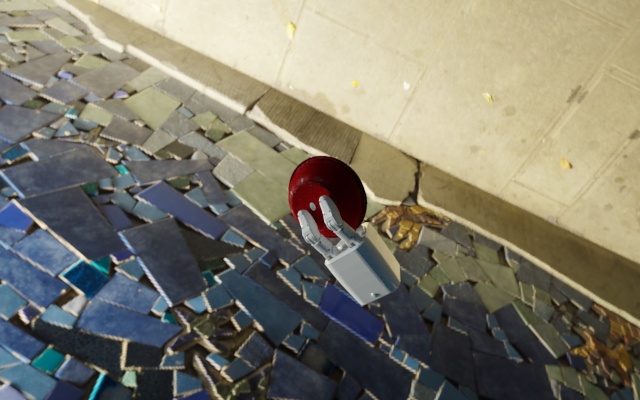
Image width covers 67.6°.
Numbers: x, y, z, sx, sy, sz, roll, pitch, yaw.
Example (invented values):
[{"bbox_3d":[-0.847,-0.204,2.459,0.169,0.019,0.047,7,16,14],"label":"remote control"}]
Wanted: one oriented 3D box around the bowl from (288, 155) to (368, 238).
[{"bbox_3d":[-0.001,0.002,0.863,0.162,0.162,0.055,0,19,28],"label":"bowl"}]
